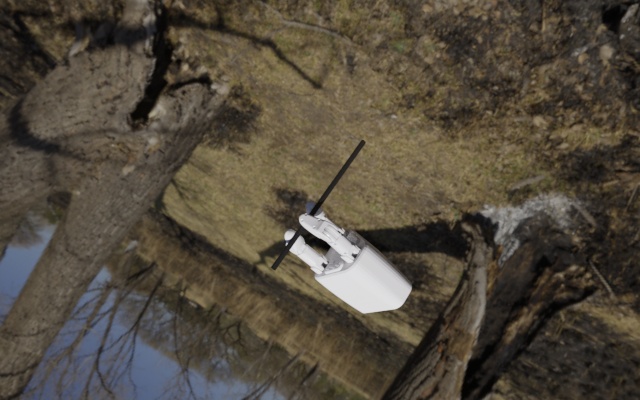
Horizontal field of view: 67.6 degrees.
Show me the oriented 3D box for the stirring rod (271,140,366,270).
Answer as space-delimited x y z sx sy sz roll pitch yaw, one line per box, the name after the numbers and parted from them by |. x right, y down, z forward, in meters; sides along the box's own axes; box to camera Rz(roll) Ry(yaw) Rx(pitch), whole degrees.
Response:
0.000 0.002 0.704 0.011 0.239 0.011 32 -17 11 | stirring rod
